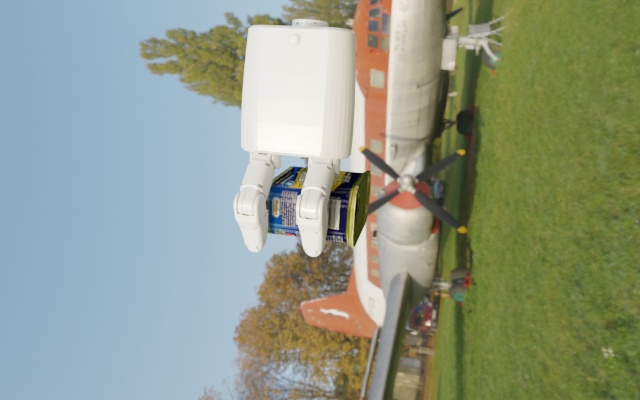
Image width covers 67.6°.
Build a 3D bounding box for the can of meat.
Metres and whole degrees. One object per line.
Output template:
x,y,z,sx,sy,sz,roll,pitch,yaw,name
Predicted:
0.000,0.002,0.463,0.084,0.057,0.102,6,17,12,can of meat
